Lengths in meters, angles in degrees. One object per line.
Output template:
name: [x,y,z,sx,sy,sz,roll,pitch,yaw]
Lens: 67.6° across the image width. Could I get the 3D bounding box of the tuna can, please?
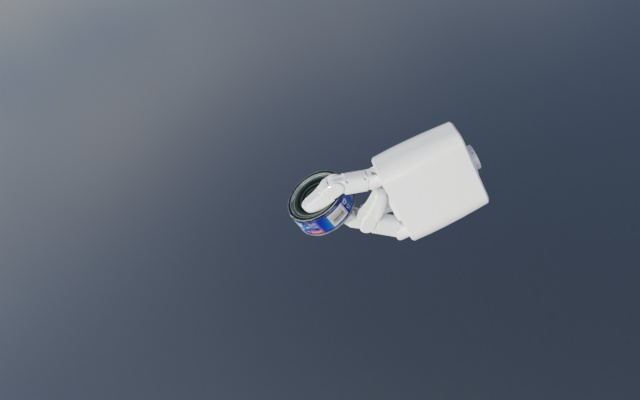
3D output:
tuna can: [0.000,0.002,0.628,0.086,0.086,0.034,0,-36,37]
